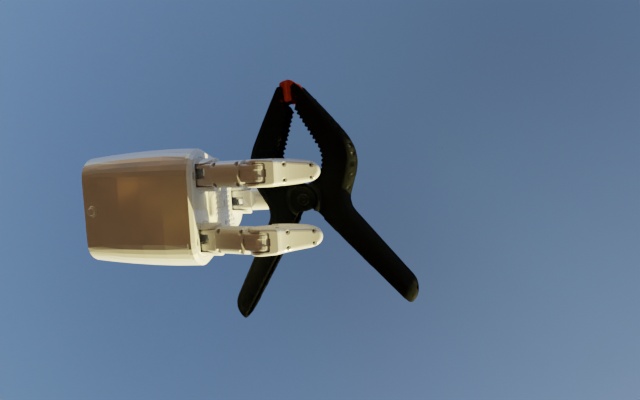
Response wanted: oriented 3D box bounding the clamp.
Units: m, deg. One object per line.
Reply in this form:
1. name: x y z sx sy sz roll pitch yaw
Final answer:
1. clamp: 0.000 0.001 0.418 0.164 0.210 0.036 -2 6 11
